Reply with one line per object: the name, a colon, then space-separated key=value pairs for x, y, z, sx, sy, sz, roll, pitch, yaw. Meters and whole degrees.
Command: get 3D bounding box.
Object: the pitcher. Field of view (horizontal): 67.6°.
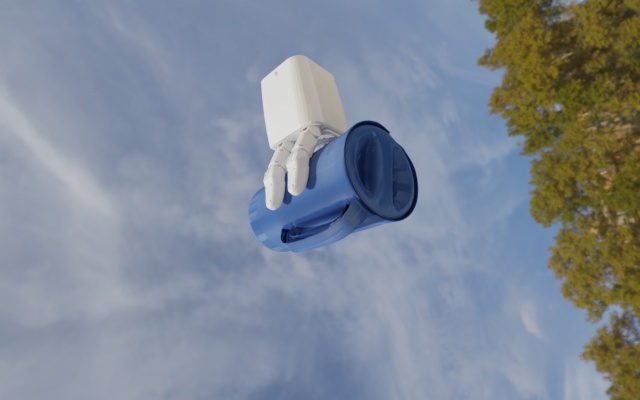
pitcher: x=0.000 y=0.002 z=0.663 sx=0.149 sy=0.145 sz=0.243 roll=0 pitch=-18 yaw=-42
